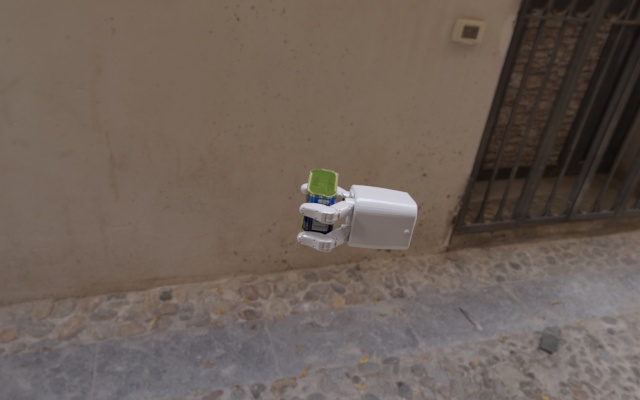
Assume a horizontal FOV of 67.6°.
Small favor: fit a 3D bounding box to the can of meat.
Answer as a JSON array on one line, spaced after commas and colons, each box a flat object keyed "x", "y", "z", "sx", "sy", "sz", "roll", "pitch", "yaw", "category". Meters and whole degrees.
[{"x": 0.000, "y": 0.002, "z": 0.834, "sx": 0.057, "sy": 0.084, "sz": 0.102, "roll": 8, "pitch": 31, "yaw": 0, "category": "can of meat"}]
